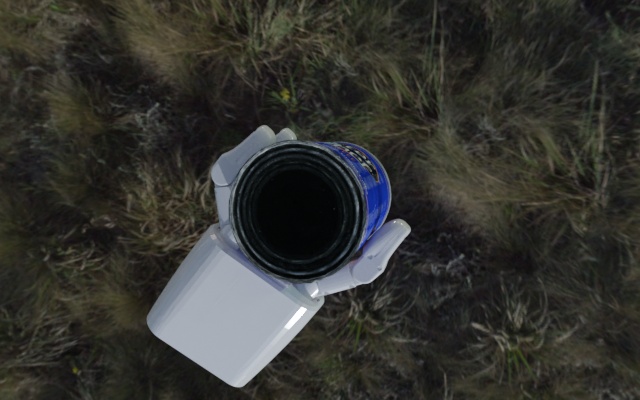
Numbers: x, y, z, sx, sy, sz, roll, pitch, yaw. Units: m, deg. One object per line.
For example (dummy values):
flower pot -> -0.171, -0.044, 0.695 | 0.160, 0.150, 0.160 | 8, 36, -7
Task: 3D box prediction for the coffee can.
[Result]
coffee can -> 0.000, 0.001, 0.401 | 0.103, 0.103, 0.140 | 0, 6, 15
